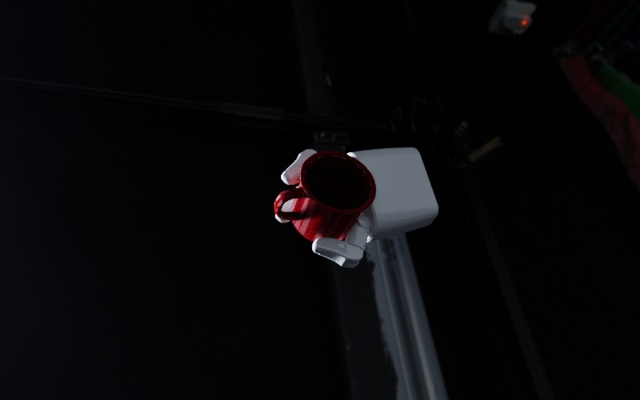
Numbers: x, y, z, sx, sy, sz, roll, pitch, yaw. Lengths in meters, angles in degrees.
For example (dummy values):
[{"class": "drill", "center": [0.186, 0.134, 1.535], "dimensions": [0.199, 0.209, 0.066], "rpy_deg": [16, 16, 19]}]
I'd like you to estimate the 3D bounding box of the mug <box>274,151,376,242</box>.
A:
[{"class": "mug", "center": [-0.001, 0.002, 0.579], "dimensions": [0.117, 0.093, 0.081], "rpy_deg": [-10, -32, -25]}]
